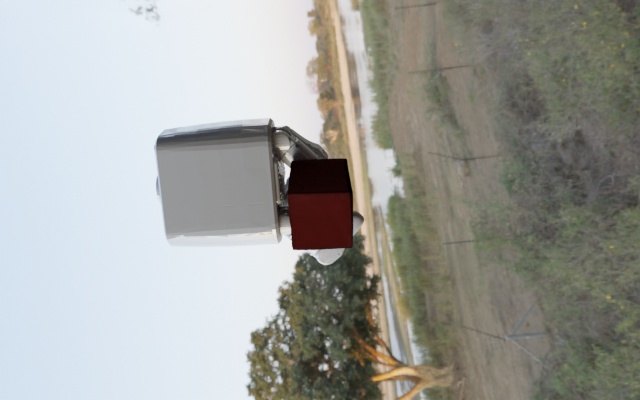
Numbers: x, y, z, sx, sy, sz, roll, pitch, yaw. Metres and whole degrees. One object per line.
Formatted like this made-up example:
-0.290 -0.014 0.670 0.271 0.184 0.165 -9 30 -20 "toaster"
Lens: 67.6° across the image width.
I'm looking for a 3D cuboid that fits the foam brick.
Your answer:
0.000 0.001 0.411 0.051 0.053 0.078 -2 24 0 "foam brick"
